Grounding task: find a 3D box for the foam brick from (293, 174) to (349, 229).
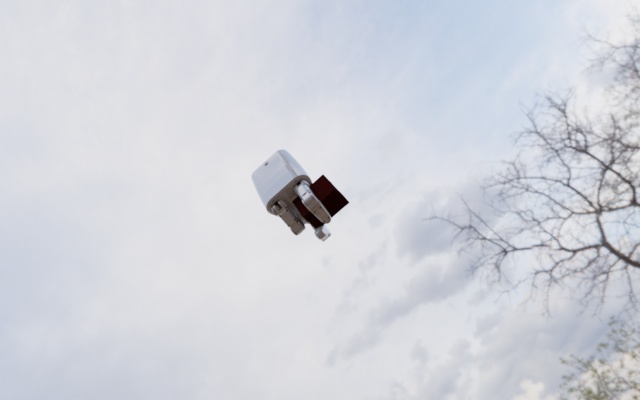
[{"bbox_3d":[0.000,0.003,0.858,0.053,0.078,0.051,44,7,-43],"label":"foam brick"}]
